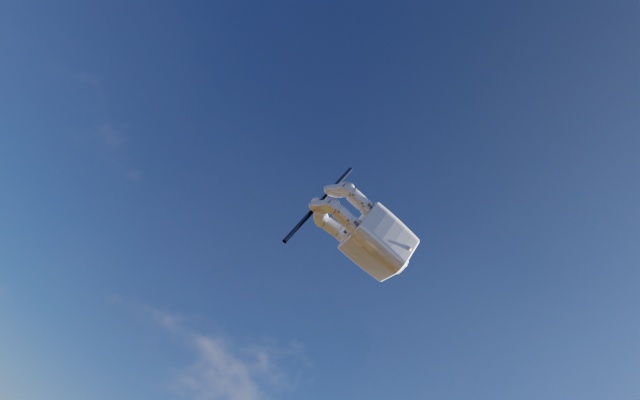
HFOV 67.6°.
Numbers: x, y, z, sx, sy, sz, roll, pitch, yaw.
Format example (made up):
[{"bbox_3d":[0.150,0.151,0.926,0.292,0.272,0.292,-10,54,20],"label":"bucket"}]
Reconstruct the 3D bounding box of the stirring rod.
[{"bbox_3d":[0.000,0.003,0.883,0.011,0.011,0.239,0,33,37],"label":"stirring rod"}]
